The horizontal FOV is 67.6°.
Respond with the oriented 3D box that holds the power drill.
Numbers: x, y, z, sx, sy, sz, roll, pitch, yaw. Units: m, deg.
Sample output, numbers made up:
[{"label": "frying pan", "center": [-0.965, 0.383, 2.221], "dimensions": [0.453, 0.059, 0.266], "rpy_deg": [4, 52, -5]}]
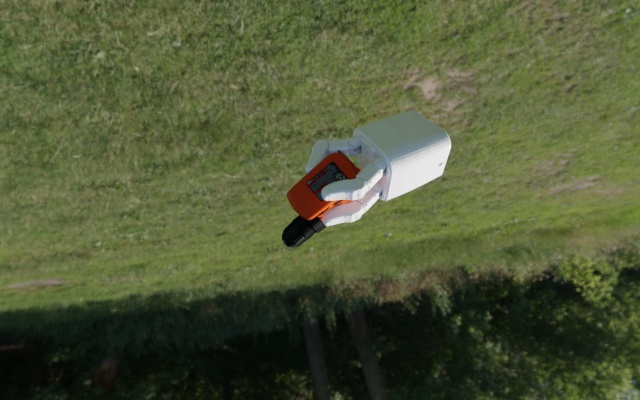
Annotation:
[{"label": "power drill", "center": [0.000, 0.002, 0.751], "dimensions": [0.184, 0.057, 0.188], "rpy_deg": [-43, -9, -2]}]
